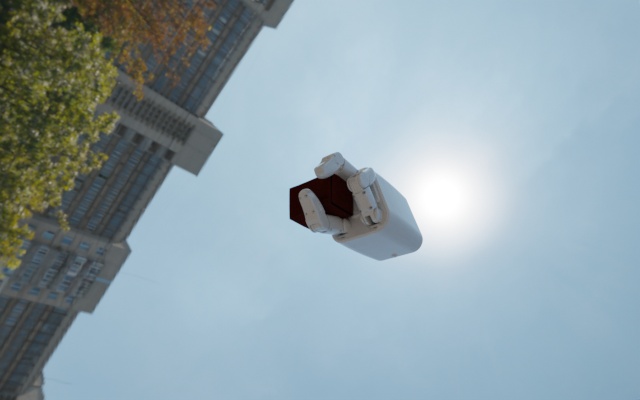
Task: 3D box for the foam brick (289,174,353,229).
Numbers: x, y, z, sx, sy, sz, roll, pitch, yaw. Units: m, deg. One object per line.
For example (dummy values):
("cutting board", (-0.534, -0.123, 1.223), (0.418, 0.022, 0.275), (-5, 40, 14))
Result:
("foam brick", (0.000, 0.002, 0.682), (0.078, 0.053, 0.051), (-20, -34, 34))
